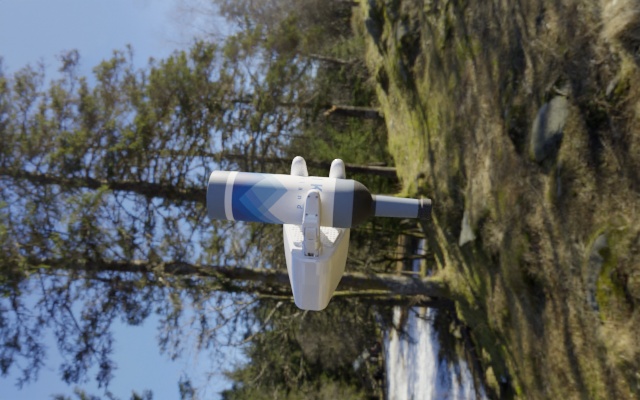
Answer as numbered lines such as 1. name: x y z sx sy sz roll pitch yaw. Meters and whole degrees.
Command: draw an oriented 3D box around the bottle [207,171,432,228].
1. bottle: 0.000 0.002 0.646 0.296 0.069 0.069 4 0 3
